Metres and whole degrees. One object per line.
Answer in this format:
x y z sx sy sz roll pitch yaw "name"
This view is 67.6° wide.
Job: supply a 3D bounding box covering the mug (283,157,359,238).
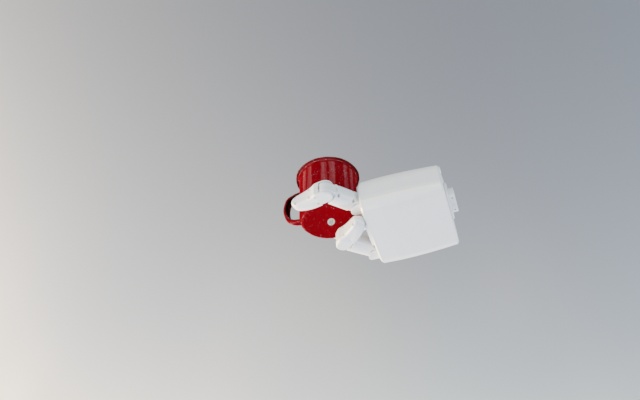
-0.001 0.003 0.677 0.117 0.081 0.093 -16 -43 17 "mug"
